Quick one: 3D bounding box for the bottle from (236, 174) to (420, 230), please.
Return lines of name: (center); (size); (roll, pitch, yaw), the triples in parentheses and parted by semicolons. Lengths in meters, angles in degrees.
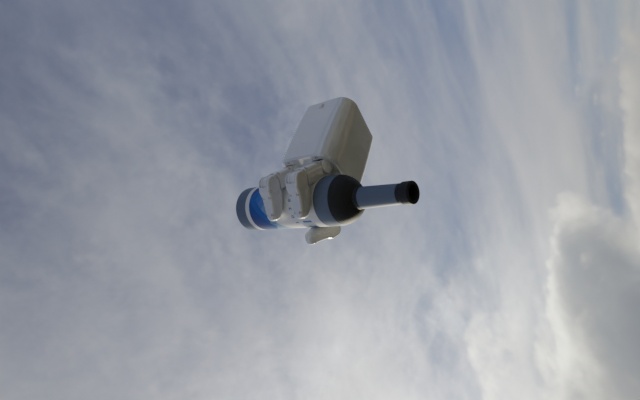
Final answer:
bottle: (0.000, 0.002, 0.642); (0.296, 0.069, 0.069); (-6, -4, 44)
